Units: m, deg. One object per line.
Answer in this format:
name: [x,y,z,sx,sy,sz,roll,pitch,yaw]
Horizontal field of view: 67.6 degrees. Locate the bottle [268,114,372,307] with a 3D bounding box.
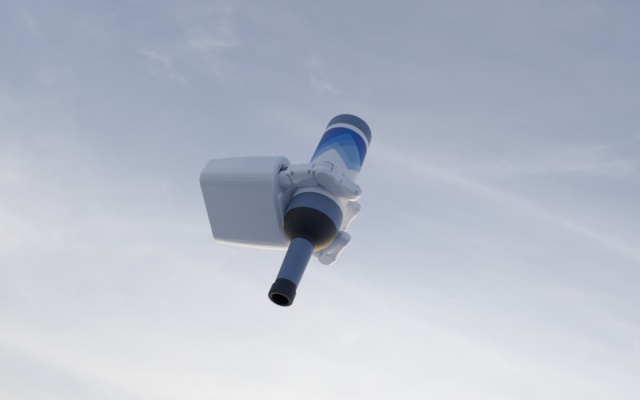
bottle: [0.000,0.002,0.585,0.069,0.069,0.295,0,42,22]
